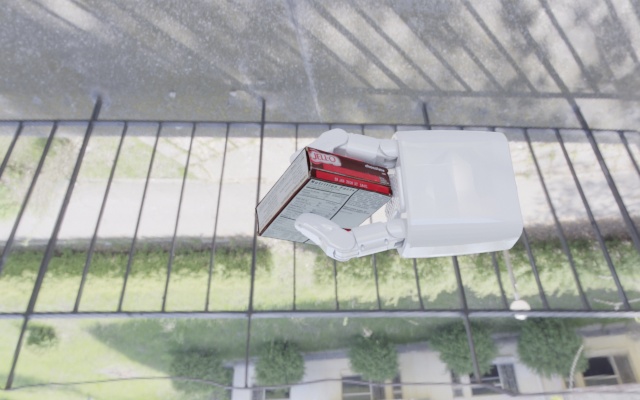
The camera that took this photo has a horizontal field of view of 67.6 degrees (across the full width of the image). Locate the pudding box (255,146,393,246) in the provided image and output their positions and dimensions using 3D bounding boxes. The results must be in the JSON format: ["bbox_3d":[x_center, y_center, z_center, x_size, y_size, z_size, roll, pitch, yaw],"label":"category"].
[{"bbox_3d":[0.000,0.002,0.458,0.090,0.039,0.113,13,-39,-28],"label":"pudding box"}]
